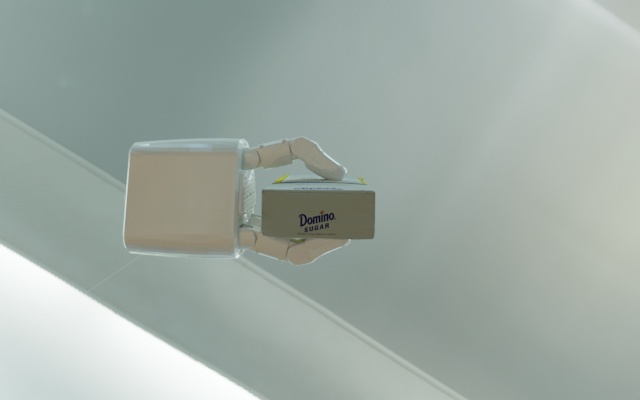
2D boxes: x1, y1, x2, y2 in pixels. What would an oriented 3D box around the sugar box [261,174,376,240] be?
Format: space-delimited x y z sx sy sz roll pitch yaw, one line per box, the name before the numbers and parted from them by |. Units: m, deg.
sugar box | 0.000 0.002 0.462 0.093 0.048 0.176 1 9 2
